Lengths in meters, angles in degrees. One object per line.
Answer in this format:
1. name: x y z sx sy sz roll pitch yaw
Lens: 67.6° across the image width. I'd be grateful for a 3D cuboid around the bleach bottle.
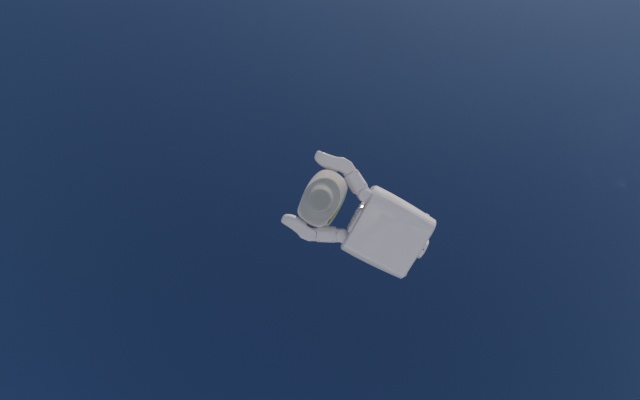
1. bleach bottle: 0.000 0.002 0.738 0.068 0.102 0.251 29 3 1
